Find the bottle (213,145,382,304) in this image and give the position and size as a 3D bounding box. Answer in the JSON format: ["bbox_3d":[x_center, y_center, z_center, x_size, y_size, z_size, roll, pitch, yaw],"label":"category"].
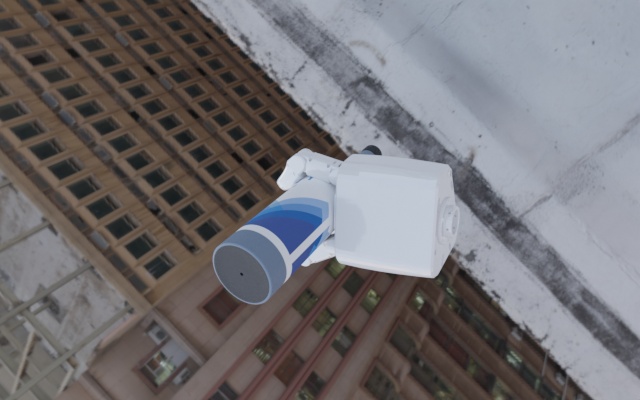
[{"bbox_3d":[0.000,0.002,0.540,0.069,0.069,0.295,0,26,33],"label":"bottle"}]
